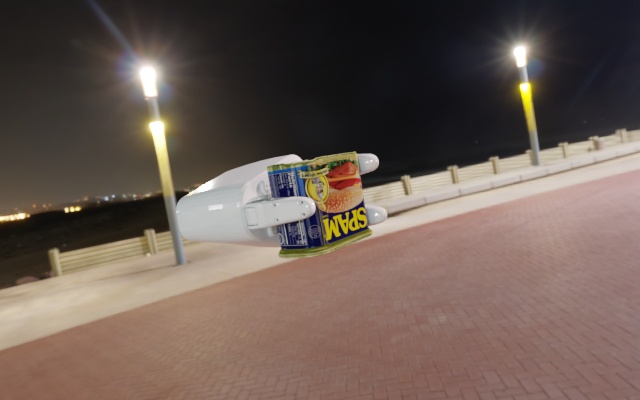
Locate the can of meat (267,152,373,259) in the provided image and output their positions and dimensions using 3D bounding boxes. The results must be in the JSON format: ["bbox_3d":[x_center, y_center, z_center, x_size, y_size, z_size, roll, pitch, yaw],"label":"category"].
[{"bbox_3d":[0.000,0.001,0.453,0.057,0.084,0.102,-7,5,39],"label":"can of meat"}]
